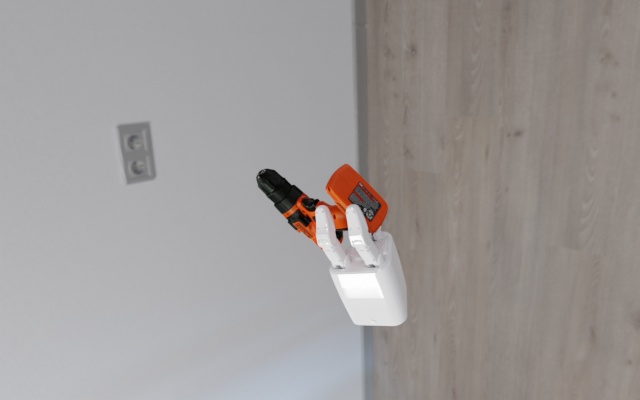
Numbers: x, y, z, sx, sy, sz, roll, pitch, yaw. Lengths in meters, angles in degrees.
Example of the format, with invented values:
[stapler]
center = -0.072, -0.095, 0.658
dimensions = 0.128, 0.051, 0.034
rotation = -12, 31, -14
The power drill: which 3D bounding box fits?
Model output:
[power drill]
center = 0.001, 0.003, 0.740
dimensions = 0.184, 0.057, 0.188
rotation = 43, -27, -17
